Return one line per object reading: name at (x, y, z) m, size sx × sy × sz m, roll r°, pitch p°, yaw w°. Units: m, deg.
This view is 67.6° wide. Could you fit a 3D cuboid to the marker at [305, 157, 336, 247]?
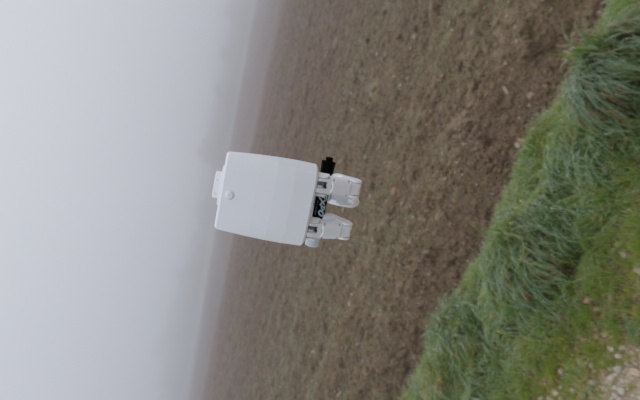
marker at (0.000, 0.002, 0.631) m, size 0.020 × 0.121 × 0.020 m, roll 11°, pitch 10°, yaw -2°
